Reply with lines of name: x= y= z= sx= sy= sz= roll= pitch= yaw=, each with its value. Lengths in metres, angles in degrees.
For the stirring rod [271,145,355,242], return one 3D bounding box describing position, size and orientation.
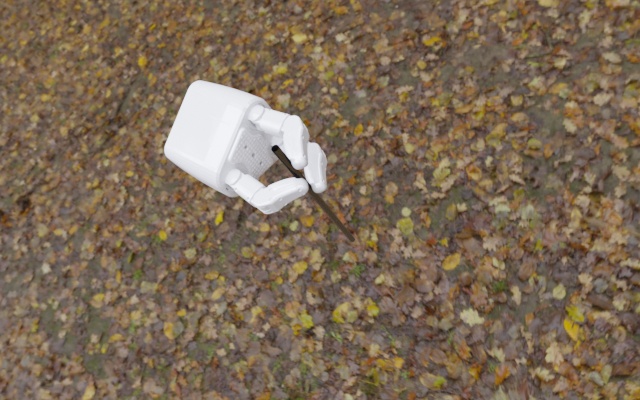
stirring rod: x=0.000 y=0.002 z=0.557 sx=0.011 sy=0.011 sz=0.240 roll=0 pitch=-26 yaw=24
